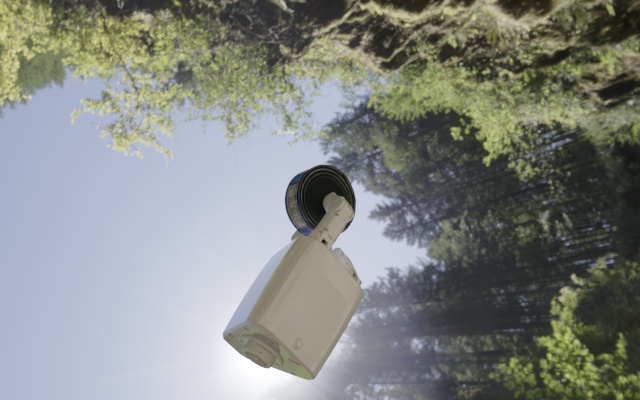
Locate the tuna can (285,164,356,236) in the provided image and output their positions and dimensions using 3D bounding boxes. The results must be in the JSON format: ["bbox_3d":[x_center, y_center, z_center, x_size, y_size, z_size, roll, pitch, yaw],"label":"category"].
[{"bbox_3d":[0.000,0.002,0.576,0.086,0.086,0.034,0,-10,-38],"label":"tuna can"}]
